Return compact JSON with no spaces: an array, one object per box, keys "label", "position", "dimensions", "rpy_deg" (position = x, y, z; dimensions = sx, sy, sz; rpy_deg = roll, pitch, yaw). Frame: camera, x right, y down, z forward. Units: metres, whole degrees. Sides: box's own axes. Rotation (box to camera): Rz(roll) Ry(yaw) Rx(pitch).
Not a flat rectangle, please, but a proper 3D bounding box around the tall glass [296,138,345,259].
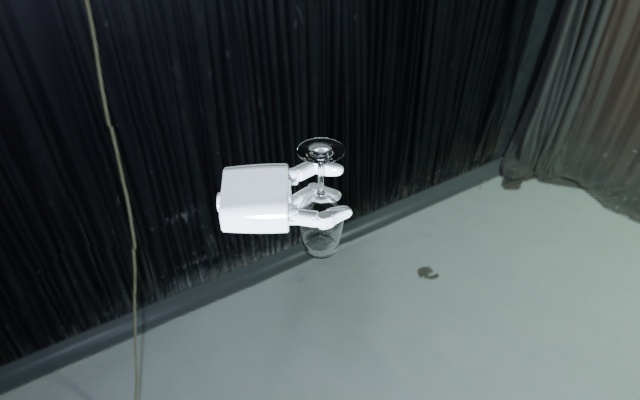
[{"label":"tall glass","position":[0.000,0.002,0.782],"dimensions":[0.079,0.201,0.079],"rpy_deg":[0,37,0]}]
